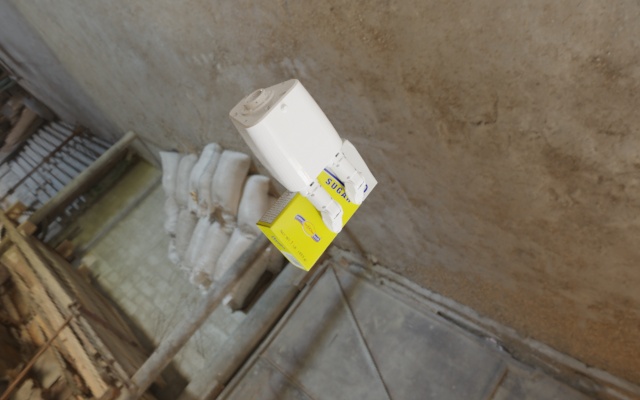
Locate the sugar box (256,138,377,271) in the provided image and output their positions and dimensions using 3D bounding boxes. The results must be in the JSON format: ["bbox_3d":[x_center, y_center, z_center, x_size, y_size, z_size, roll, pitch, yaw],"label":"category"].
[{"bbox_3d":[0.000,0.002,0.678,0.048,0.176,0.093,12,-34,53],"label":"sugar box"}]
